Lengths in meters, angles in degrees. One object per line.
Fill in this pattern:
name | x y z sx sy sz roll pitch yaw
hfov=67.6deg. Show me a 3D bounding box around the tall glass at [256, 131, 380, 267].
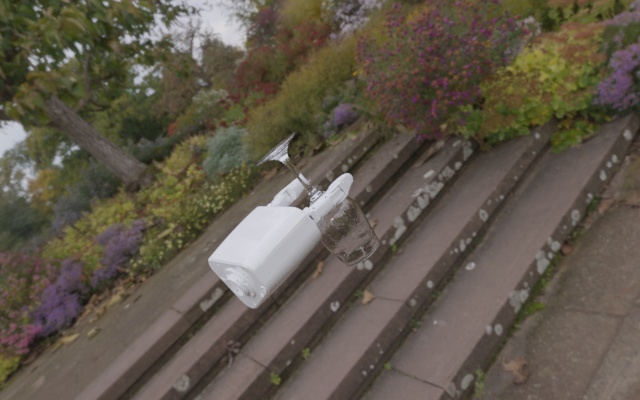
tall glass | 0.000 0.002 0.685 0.079 0.201 0.079 -38 11 9
